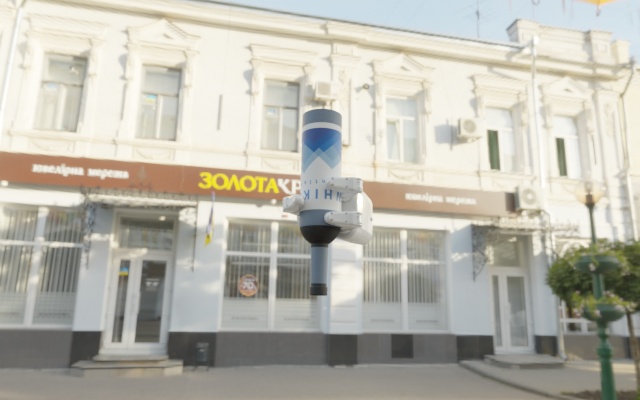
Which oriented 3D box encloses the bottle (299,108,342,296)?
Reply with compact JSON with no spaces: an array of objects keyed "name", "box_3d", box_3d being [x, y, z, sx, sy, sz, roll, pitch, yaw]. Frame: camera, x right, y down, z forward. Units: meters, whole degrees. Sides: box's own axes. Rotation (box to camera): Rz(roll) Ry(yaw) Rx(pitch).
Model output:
[{"name":"bottle","box_3d":[0.000,0.002,0.766,0.069,0.295,0.069,1,-13,0]}]
